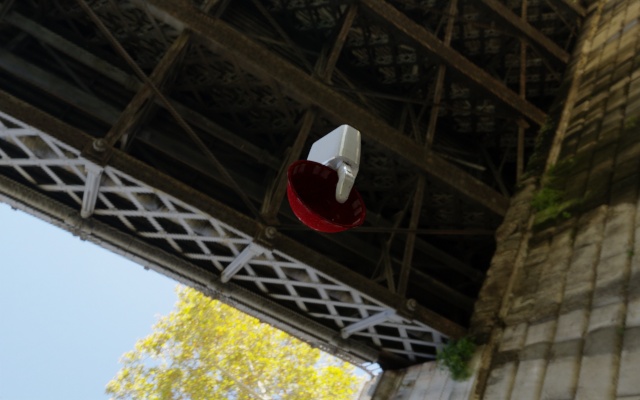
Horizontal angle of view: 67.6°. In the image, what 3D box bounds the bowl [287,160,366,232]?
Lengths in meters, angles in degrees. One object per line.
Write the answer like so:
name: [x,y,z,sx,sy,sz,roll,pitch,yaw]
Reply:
bowl: [0.000,0.004,0.845,0.162,0.162,0.055,0,-43,-45]
